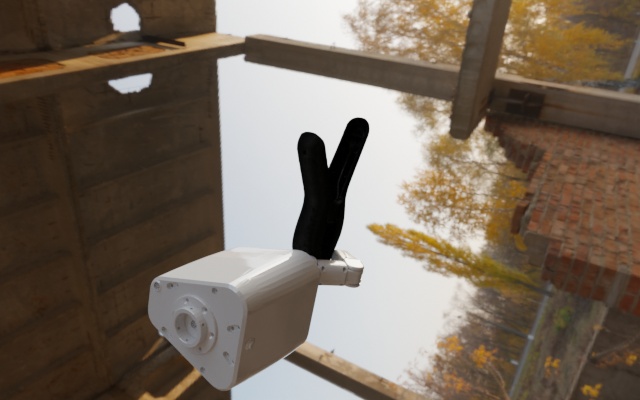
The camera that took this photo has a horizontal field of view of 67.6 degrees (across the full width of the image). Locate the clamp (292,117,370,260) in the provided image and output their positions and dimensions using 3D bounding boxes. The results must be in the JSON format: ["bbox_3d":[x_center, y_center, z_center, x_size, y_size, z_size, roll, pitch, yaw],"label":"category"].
[{"bbox_3d":[0.000,0.001,0.466,0.039,0.171,0.120,19,15,29],"label":"clamp"}]
